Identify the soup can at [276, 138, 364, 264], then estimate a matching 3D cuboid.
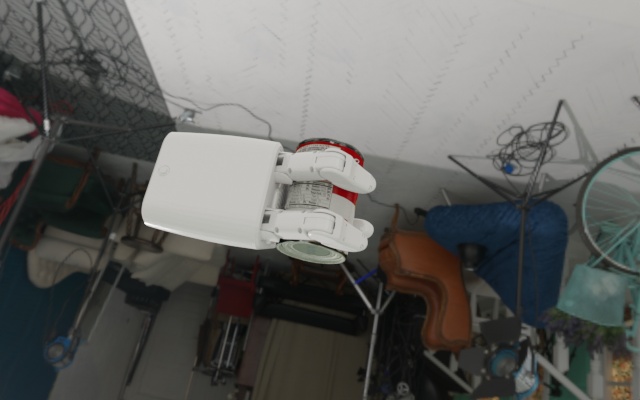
[{"bbox_3d":[0.001,0.002,0.450,0.068,0.102,0.068,10,-20,4],"label":"soup can"}]
